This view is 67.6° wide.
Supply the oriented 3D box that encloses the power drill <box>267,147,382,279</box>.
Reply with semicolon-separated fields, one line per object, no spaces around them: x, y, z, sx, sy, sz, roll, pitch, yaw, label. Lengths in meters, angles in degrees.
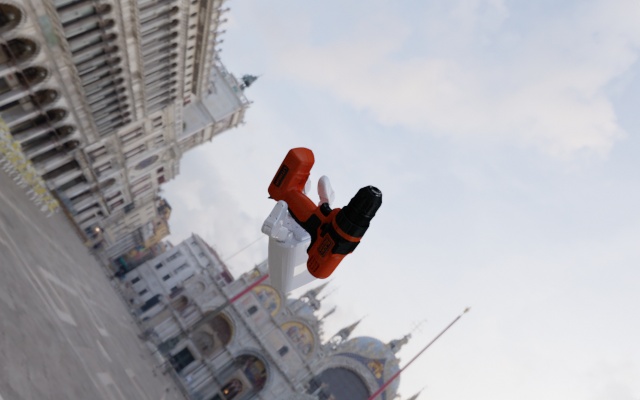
0.000;0.002;0.751;0.057;0.184;0.187;0;44;-44;power drill
